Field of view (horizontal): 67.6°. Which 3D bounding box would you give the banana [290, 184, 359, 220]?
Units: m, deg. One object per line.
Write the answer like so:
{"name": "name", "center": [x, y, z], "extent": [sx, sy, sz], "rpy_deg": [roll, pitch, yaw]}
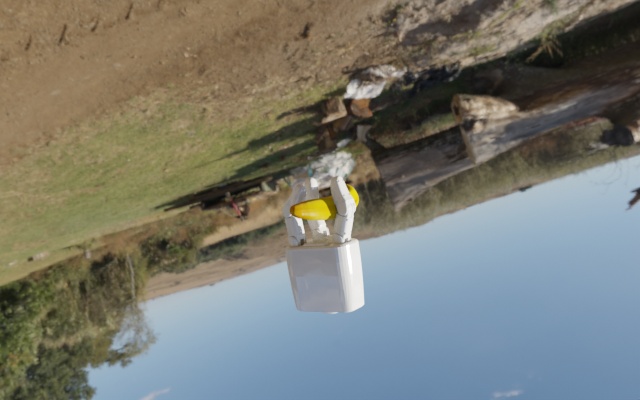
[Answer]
{"name": "banana", "center": [0.019, 0.004, 0.764], "extent": [0.069, 0.037, 0.197], "rpy_deg": [7, 14, 19]}
